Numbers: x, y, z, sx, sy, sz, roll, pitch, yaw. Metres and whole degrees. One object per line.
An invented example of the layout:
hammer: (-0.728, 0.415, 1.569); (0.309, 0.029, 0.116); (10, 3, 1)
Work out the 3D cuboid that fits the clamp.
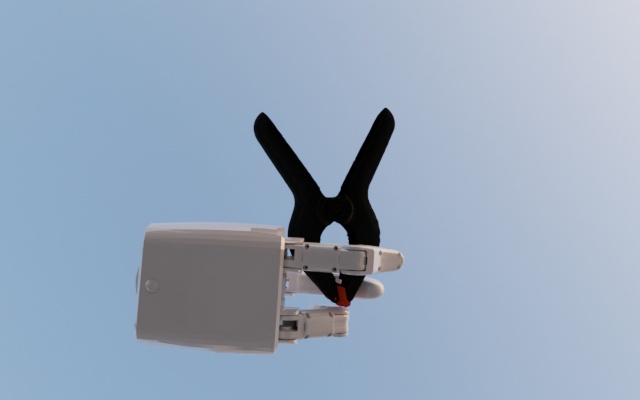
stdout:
clamp: (0.000, 0.002, 0.402); (0.120, 0.171, 0.039); (4, -4, -5)
